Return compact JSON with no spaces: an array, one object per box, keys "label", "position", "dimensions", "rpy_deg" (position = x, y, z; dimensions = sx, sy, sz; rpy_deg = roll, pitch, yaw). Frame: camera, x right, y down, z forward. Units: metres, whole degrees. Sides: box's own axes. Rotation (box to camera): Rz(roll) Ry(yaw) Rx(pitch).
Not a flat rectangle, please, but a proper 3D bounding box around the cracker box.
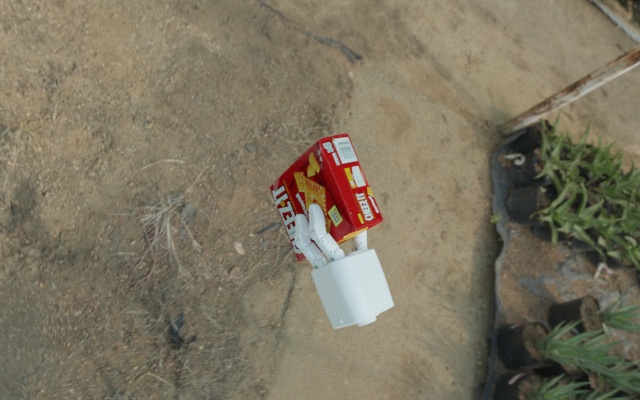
[{"label":"cracker box","position":[0.000,0.003,0.855],"dimensions":[0.072,0.164,0.214],"rpy_deg":[-15,-12,-34]}]
